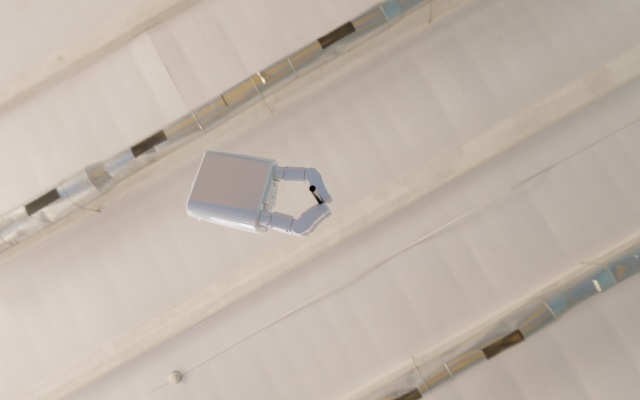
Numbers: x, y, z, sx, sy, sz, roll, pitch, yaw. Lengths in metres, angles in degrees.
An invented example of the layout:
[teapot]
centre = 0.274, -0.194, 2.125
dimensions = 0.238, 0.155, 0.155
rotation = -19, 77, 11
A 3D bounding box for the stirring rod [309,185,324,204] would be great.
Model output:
[stirring rod]
centre = 0.000, 0.002, 0.668
dimensions = 0.011, 0.011, 0.239
rotation = 0, -8, 5
